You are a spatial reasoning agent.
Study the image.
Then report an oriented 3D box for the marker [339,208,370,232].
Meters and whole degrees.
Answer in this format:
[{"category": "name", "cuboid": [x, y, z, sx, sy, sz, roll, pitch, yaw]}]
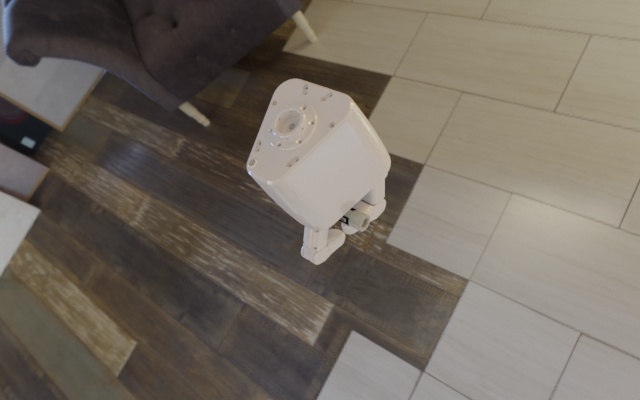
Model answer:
[{"category": "marker", "cuboid": [0.000, 0.002, 0.520, 0.121, 0.020, 0.020, 26, 15, 33]}]
